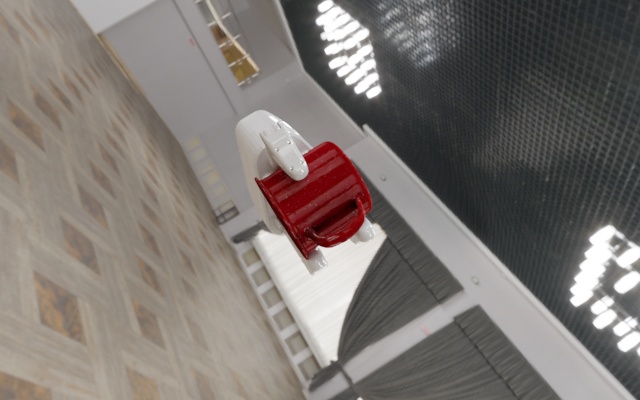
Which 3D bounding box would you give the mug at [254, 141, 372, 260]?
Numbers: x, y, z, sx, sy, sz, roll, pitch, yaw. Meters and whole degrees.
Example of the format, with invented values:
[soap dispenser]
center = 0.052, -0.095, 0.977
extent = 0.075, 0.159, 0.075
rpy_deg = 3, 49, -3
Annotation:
[mug]
center = 0.001, 0.002, 0.449
extent = 0.081, 0.093, 0.117
rpy_deg = -33, 35, -7
